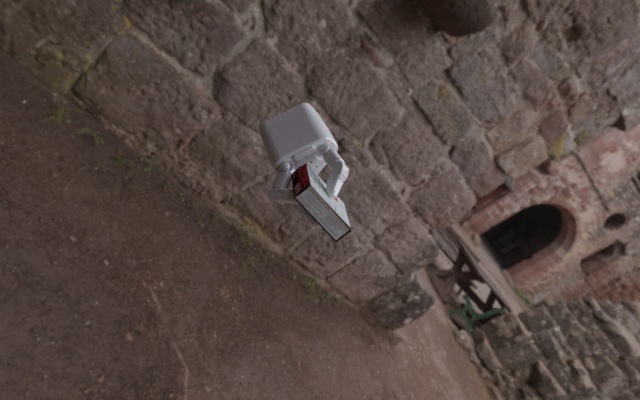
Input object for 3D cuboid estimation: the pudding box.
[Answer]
[{"bbox_3d":[0.000,0.002,0.789,0.039,0.113,0.090,-38,25,14],"label":"pudding box"}]
